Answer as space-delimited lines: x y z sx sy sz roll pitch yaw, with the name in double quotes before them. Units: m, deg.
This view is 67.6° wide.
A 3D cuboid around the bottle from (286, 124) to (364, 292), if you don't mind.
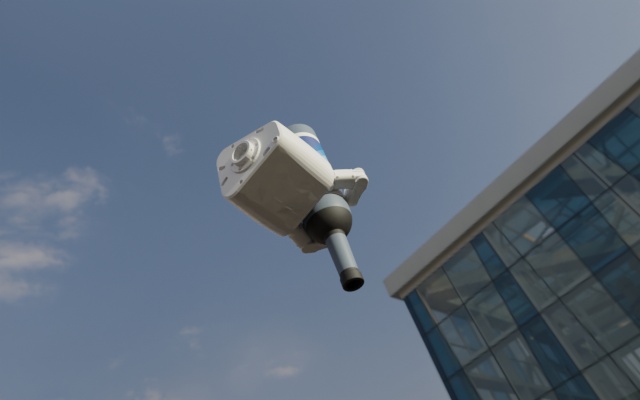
"bottle" 0.000 0.002 0.668 0.069 0.069 0.295 0 42 -21
